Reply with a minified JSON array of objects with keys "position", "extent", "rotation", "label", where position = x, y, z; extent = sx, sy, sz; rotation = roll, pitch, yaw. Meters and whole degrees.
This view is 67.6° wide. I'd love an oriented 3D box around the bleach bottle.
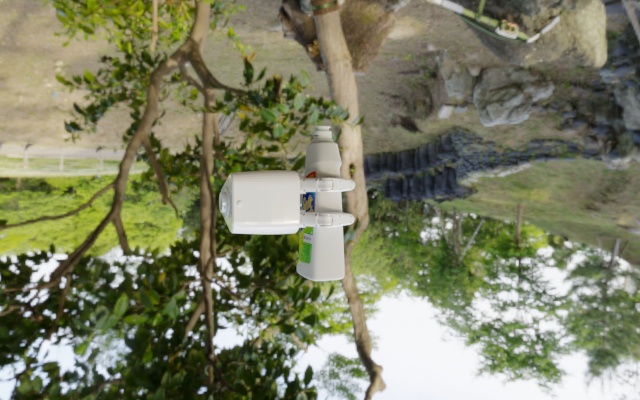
[{"position":[0.000,0.003,0.805],"extent":[0.068,0.251,0.102],"rotation":[-1,2,-20],"label":"bleach bottle"}]
